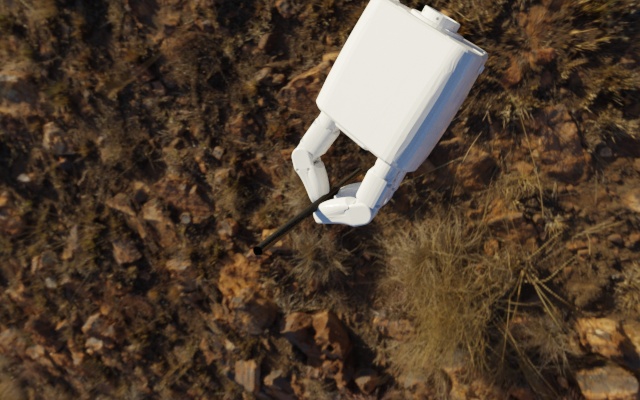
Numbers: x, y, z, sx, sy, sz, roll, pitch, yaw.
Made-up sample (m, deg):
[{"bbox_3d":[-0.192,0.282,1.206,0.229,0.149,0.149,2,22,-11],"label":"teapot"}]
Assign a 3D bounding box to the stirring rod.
[{"bbox_3d":[0.000,0.001,0.455,0.011,0.011,0.239,0,17,24],"label":"stirring rod"}]
